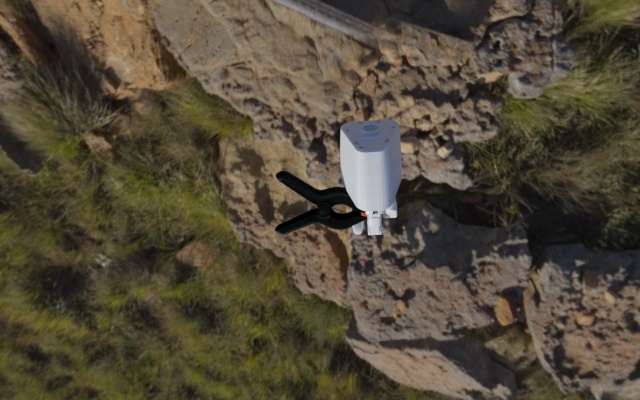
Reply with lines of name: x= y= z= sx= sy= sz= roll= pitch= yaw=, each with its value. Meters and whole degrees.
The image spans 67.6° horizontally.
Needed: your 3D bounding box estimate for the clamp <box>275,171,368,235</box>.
clamp: x=0.000 y=0.003 z=0.806 sx=0.171 sy=0.120 sz=0.039 roll=-4 pitch=35 yaw=4
